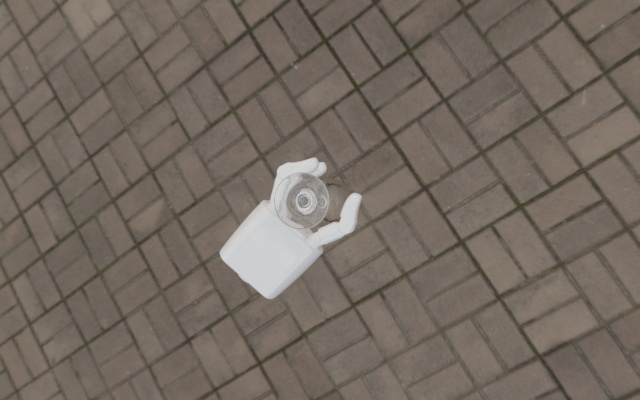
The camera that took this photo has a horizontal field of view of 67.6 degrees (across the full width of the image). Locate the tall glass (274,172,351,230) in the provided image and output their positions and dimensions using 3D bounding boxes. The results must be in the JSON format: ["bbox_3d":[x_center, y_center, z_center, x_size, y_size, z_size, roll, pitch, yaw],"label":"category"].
[{"bbox_3d":[0.000,0.002,0.710,0.079,0.079,0.201,0,-1,15],"label":"tall glass"}]
